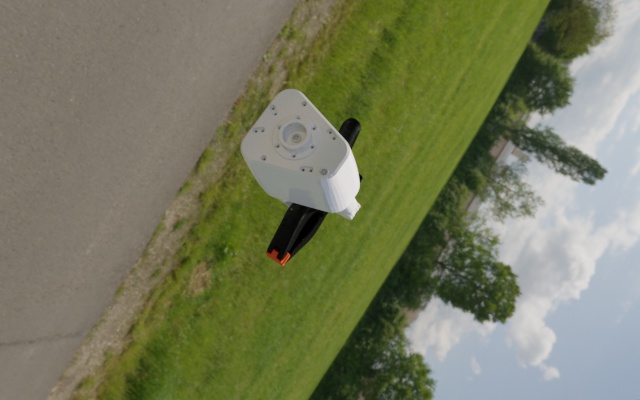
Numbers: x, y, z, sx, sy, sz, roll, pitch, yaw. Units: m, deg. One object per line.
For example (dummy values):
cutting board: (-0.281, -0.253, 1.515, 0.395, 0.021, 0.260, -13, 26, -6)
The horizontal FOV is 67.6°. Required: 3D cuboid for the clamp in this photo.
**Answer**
clamp: (0.000, 0.003, 0.677, 0.036, 0.210, 0.165, 31, -11, 19)
